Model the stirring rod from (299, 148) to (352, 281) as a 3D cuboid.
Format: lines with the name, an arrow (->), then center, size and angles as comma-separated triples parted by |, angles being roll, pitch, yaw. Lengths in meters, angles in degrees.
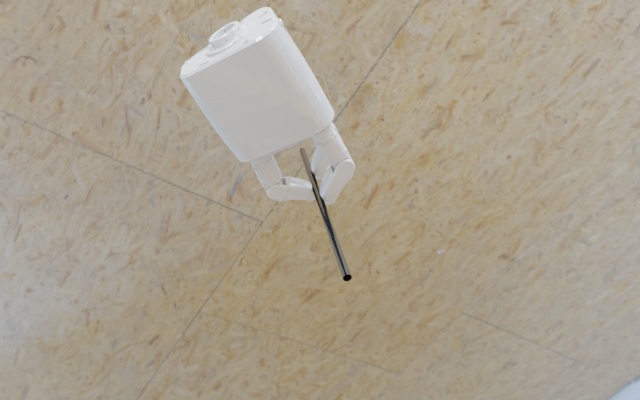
stirring rod -> 0.000, 0.002, 0.512 | 0.011, 0.011, 0.239 | 0, 33, -13
